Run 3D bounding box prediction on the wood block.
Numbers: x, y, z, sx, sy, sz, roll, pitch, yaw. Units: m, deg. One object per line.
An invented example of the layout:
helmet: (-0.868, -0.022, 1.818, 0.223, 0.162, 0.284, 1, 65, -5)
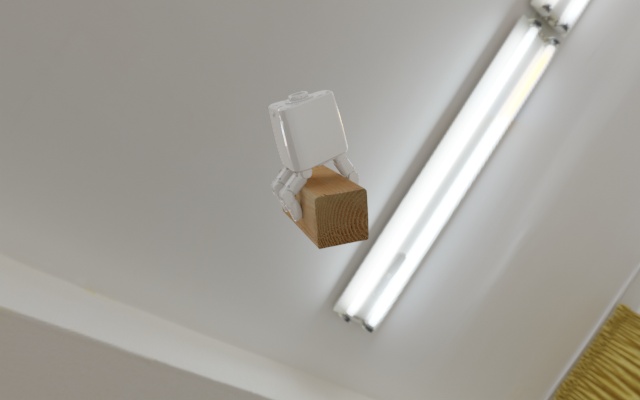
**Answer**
wood block: (0.000, 0.002, 0.847, 0.091, 0.090, 0.206, -10, 19, -18)
